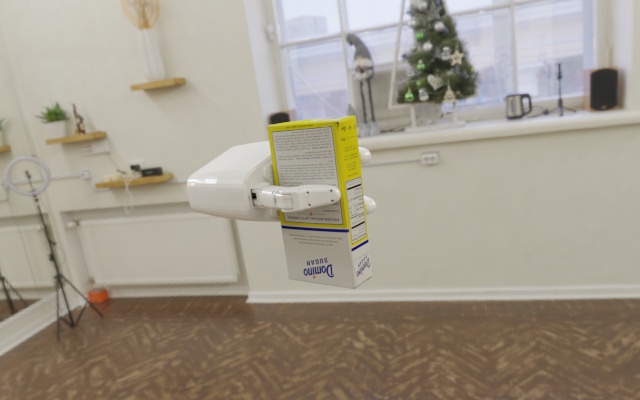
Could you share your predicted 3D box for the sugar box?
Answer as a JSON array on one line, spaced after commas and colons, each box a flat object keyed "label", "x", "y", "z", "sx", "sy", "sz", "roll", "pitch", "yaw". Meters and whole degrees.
[{"label": "sugar box", "x": 0.000, "y": 0.001, "z": 0.517, "sx": 0.093, "sy": 0.176, "sz": 0.048, "roll": 2, "pitch": 17, "yaw": 36}]
